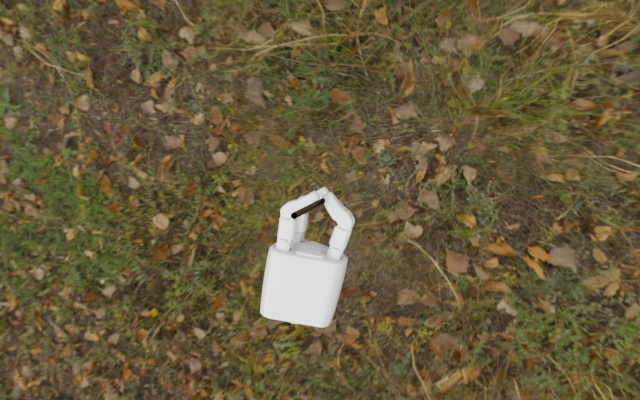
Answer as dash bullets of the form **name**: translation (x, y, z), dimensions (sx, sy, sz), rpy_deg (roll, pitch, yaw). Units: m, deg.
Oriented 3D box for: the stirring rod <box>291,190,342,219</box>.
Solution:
- **stirring rod**: translation (0.000, 0.002, 0.676), dimensions (0.011, 0.011, 0.239), rpy_deg (0, 8, 15)
